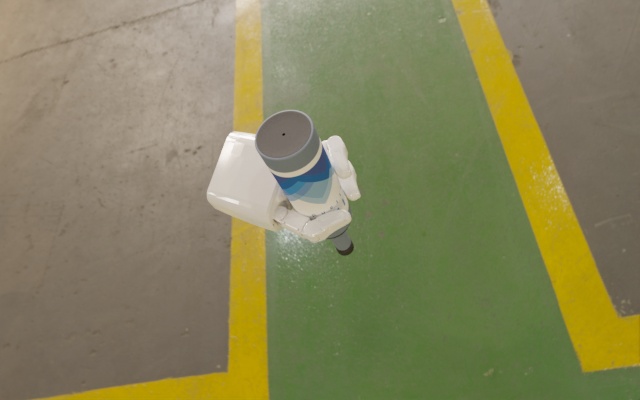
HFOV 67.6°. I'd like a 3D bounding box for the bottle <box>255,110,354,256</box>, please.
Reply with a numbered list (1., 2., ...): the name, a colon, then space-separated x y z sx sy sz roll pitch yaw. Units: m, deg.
1. bottle: 0.000 0.002 0.626 0.069 0.069 0.296 0 -29 18
